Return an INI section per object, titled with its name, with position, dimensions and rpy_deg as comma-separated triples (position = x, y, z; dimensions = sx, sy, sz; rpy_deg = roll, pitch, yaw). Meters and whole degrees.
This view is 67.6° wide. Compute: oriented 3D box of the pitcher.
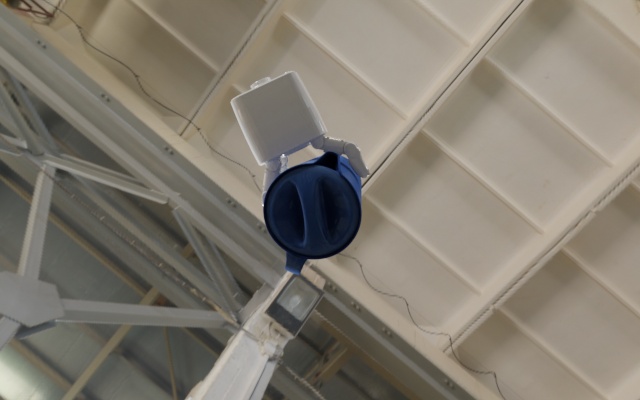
[pitcher]
position = 0.000, 0.002, 0.748
dimensions = 0.149, 0.145, 0.242
rpy_deg = -26, 7, 13
